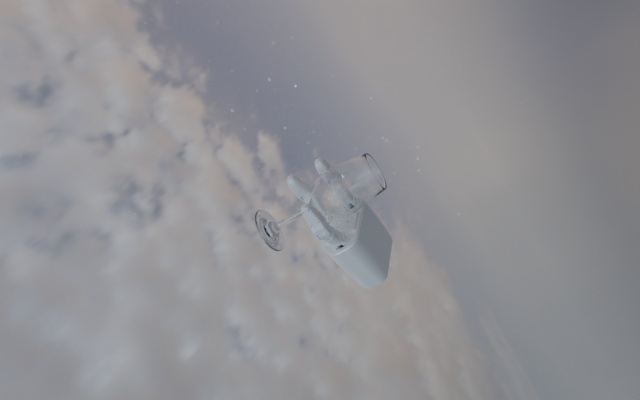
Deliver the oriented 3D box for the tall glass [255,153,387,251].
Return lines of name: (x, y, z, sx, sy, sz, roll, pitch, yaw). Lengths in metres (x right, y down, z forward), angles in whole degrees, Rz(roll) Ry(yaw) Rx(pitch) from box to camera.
tall glass: (-0.001, 0.003, 0.735, 0.201, 0.079, 0.079, -30, -11, 20)
